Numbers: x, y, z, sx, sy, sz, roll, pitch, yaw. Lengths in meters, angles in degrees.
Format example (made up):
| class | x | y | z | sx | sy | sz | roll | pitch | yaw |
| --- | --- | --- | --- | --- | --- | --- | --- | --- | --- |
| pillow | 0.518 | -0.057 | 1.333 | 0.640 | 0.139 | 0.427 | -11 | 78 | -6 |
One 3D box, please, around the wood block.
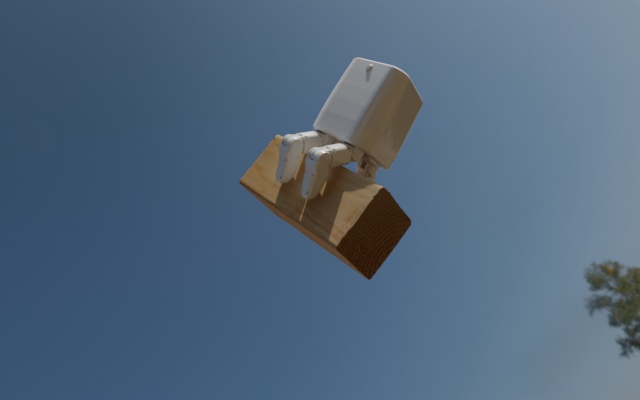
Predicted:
| class | x | y | z | sx | sy | sz | roll | pitch | yaw |
| --- | --- | --- | --- | --- | --- | --- | --- | --- | --- |
| wood block | 0.000 | 0.002 | 0.613 | 0.206 | 0.090 | 0.091 | 31 | -9 | 44 |
